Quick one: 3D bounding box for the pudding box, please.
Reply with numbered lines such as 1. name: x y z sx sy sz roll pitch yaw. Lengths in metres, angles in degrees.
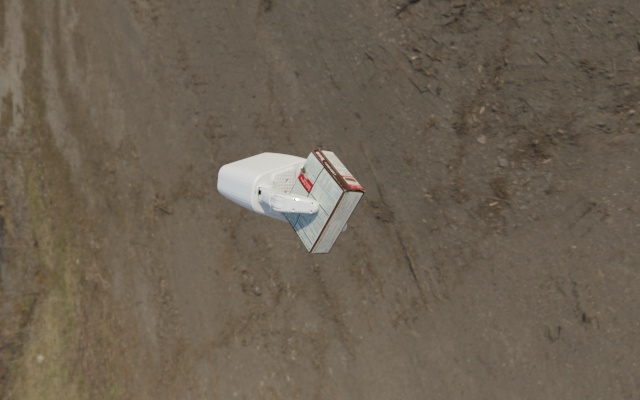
1. pudding box: 0.000 0.002 0.637 0.039 0.113 0.090 -2 42 -39
